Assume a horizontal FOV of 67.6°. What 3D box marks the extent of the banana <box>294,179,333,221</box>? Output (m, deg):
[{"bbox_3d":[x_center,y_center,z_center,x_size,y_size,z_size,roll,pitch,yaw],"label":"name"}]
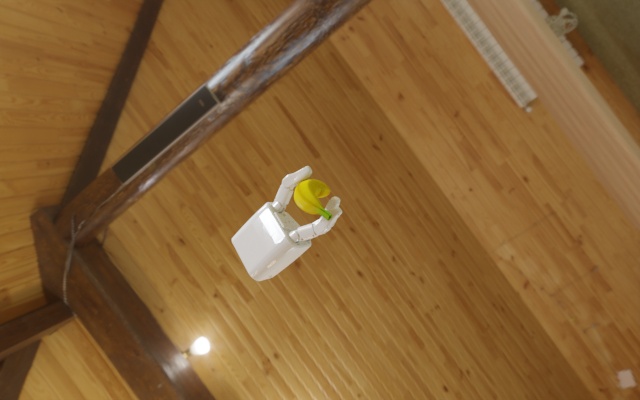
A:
[{"bbox_3d":[-0.014,-0.008,0.859,0.069,0.037,0.197,39,13,-9],"label":"banana"}]
